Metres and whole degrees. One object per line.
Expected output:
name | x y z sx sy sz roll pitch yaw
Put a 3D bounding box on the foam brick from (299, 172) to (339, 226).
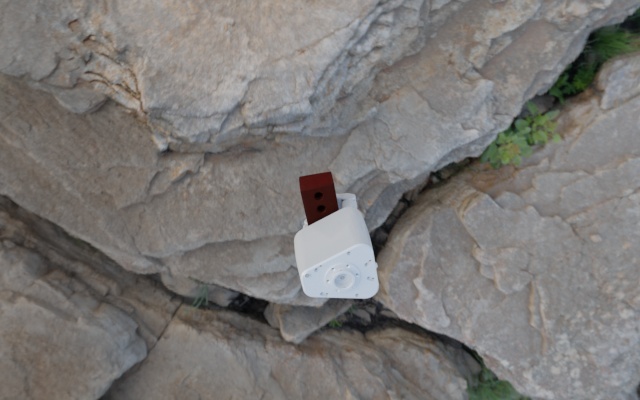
foam brick | 0.000 0.002 0.743 0.053 0.078 0.051 -12 26 2
